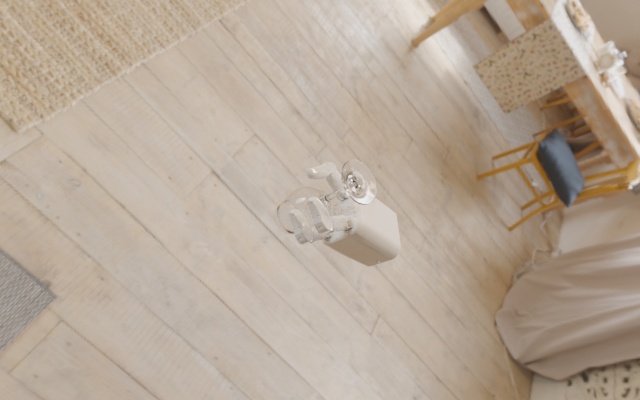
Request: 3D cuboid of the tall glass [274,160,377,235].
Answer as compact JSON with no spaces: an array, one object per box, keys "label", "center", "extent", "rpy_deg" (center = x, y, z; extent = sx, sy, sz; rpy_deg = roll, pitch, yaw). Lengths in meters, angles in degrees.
[{"label":"tall glass","center":[0.000,0.002,0.812],"extent":[0.079,0.079,0.201],"rpy_deg":[0,-18,-40]}]
